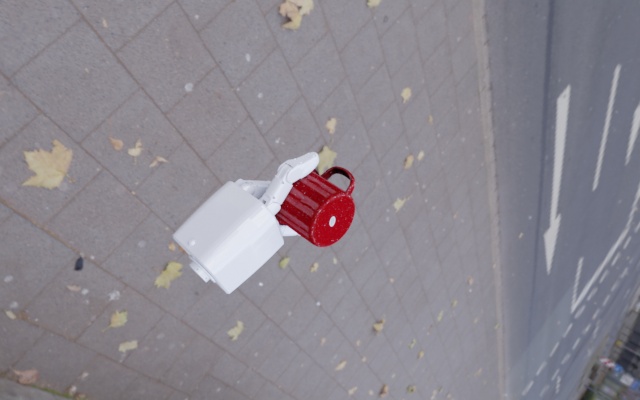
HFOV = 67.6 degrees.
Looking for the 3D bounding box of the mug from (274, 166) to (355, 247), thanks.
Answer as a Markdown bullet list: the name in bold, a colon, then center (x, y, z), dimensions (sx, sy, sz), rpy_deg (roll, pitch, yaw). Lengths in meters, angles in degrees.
- **mug**: center (0.001, 0.001, 0.646), dimensions (0.081, 0.117, 0.093), rpy_deg (33, -19, 38)
